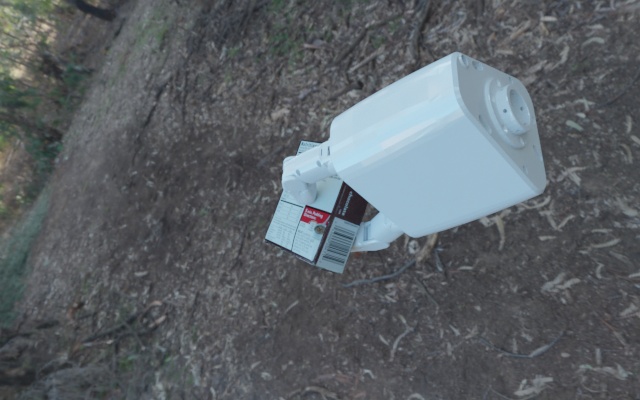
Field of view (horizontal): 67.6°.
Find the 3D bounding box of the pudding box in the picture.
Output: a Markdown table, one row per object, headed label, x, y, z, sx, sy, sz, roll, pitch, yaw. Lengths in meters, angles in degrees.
| label | x | y | z | sx | sy | sz | roll | pitch | yaw |
| --- | --- | --- | --- | --- | --- | --- | --- | --- | --- |
| pudding box | 0.000 | 0.001 | 0.450 | 0.039 | 0.113 | 0.090 | 24 | -4 | -37 |
